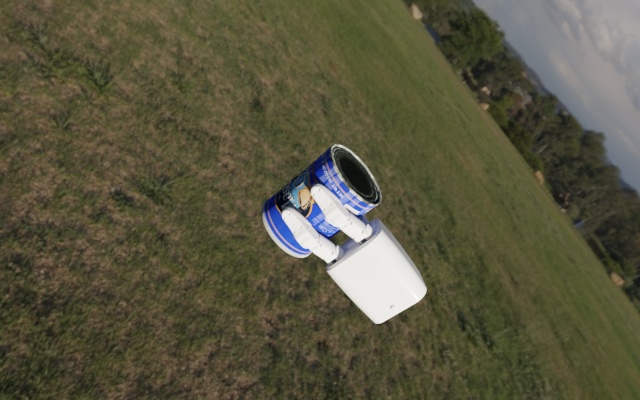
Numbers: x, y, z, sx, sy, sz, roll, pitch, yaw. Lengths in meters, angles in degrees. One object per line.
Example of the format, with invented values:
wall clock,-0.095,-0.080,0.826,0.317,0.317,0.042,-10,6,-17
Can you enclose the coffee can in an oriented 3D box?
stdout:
coffee can,0.000,0.002,0.679,0.140,0.102,0.103,-38,-19,26
